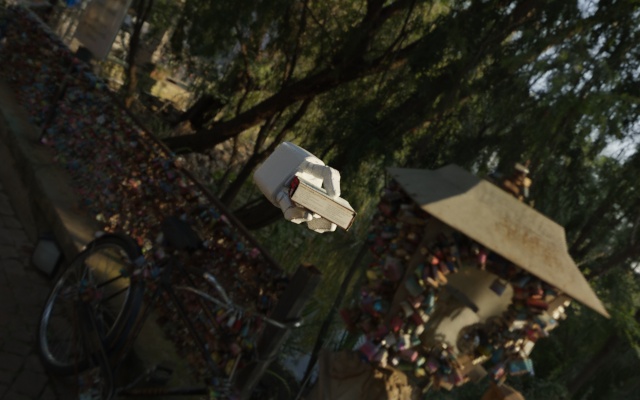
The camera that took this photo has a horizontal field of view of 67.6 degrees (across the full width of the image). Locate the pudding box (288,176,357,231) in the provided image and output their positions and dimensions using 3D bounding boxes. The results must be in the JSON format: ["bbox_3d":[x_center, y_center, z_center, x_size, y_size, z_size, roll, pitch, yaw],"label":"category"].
[{"bbox_3d":[0.000,0.003,0.817,0.113,0.039,0.090,27,7,-9],"label":"pudding box"}]
